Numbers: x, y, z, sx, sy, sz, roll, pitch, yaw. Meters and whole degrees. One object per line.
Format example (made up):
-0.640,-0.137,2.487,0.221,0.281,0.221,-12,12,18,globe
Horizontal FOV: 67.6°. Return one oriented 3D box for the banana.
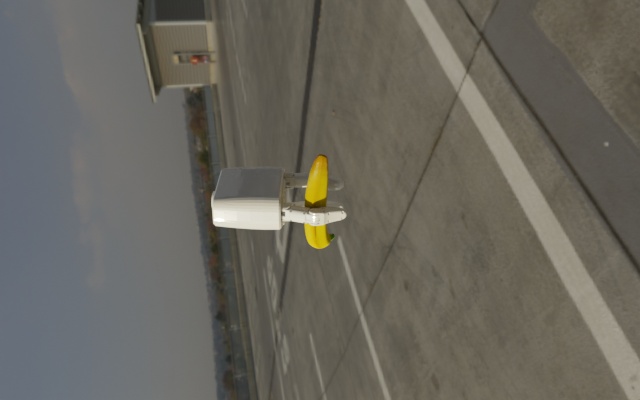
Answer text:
-0.004,0.018,0.777,0.037,0.198,0.069,8,46,12,banana
